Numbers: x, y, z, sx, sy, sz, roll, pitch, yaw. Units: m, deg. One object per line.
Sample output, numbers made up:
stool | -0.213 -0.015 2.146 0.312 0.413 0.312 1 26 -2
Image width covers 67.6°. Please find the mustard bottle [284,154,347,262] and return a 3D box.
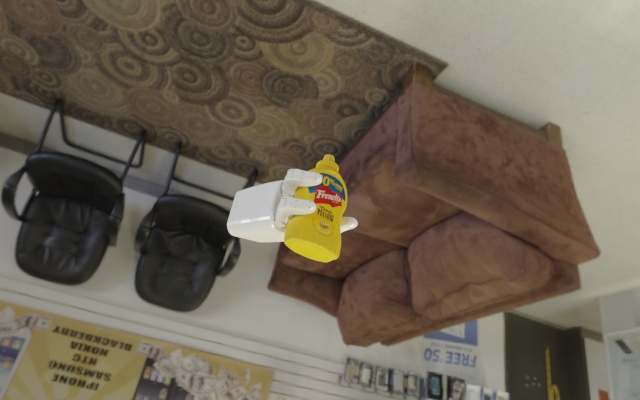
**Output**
mustard bottle | 0.000 0.003 0.823 0.096 0.191 0.058 26 -33 -25
